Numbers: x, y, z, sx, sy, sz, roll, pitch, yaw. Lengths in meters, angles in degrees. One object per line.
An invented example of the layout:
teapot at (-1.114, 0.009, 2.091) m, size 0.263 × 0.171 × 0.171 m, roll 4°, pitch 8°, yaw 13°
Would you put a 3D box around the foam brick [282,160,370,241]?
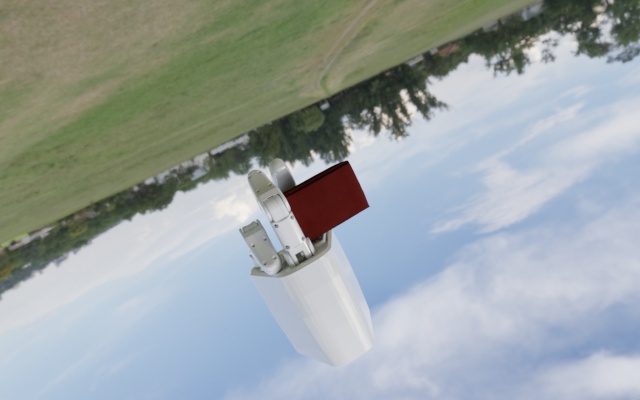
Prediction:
foam brick at (0.000, 0.001, 0.480) m, size 0.078 × 0.051 × 0.053 m, roll -30°, pitch 6°, yaw -11°
